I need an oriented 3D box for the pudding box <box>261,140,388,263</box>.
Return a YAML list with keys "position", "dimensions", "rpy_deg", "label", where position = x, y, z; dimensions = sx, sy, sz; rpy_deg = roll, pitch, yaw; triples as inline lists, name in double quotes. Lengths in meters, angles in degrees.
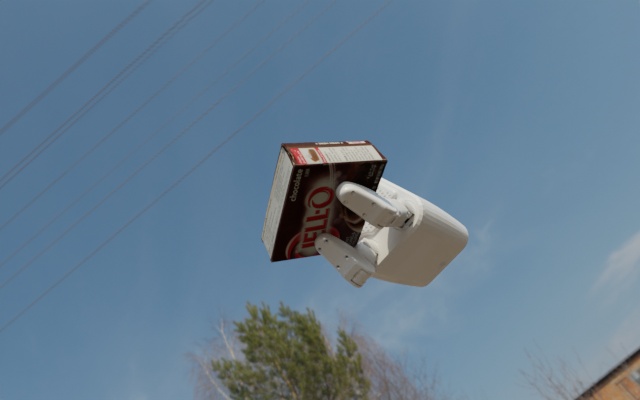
- position: [0.000, 0.001, 0.434]
  dimensions: [0.090, 0.114, 0.039]
  rpy_deg: [-6, 40, -27]
  label: "pudding box"
